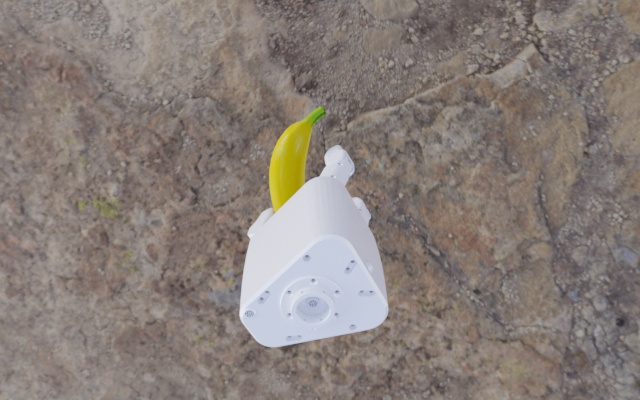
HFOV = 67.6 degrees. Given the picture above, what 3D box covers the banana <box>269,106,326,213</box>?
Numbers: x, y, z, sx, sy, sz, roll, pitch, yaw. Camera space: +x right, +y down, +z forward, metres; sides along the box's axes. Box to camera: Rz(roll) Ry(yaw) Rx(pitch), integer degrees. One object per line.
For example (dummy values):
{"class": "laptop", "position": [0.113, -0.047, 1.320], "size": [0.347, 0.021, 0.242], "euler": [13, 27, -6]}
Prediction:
{"class": "banana", "position": [-0.019, 0.001, 0.523], "size": [0.069, 0.198, 0.037], "euler": [-8, 24, -7]}
